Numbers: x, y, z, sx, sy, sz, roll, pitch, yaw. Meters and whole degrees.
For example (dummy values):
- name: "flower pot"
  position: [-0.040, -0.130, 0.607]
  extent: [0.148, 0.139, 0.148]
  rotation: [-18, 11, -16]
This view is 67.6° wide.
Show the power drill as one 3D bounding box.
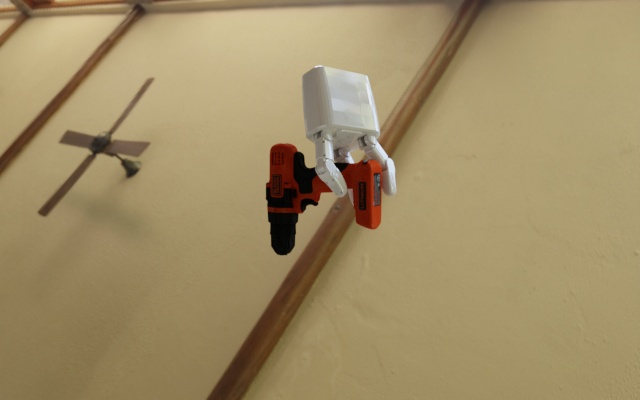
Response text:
- name: "power drill"
  position: [0.001, 0.002, 0.754]
  extent: [0.187, 0.184, 0.057]
  rotation: [3, 8, 22]
